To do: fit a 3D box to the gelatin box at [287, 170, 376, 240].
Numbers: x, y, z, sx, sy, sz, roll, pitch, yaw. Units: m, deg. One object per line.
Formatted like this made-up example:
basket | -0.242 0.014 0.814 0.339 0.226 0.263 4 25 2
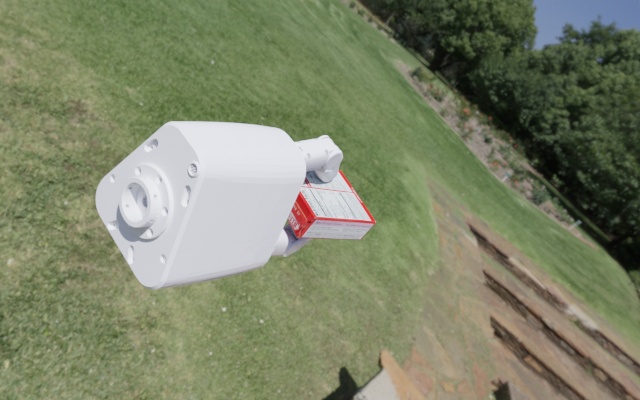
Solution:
gelatin box | 0.001 0.001 0.452 0.089 0.073 0.030 5 -47 -46
